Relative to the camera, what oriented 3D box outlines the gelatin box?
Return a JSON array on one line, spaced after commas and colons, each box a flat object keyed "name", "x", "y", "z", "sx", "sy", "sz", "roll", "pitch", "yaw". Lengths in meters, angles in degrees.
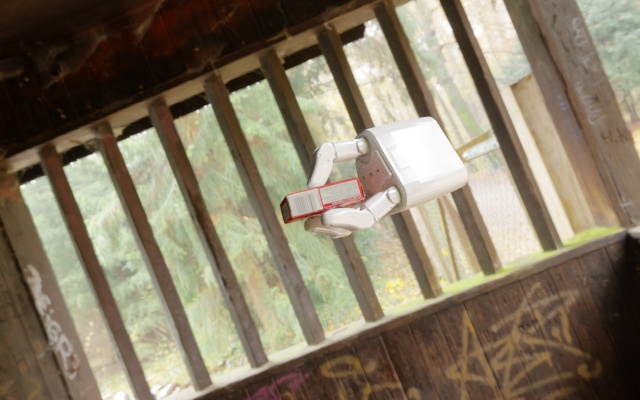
[{"name": "gelatin box", "x": 0.000, "y": 0.001, "z": 0.564, "sx": 0.089, "sy": 0.030, "sz": 0.073, "roll": -14, "pitch": -5, "yaw": -12}]
